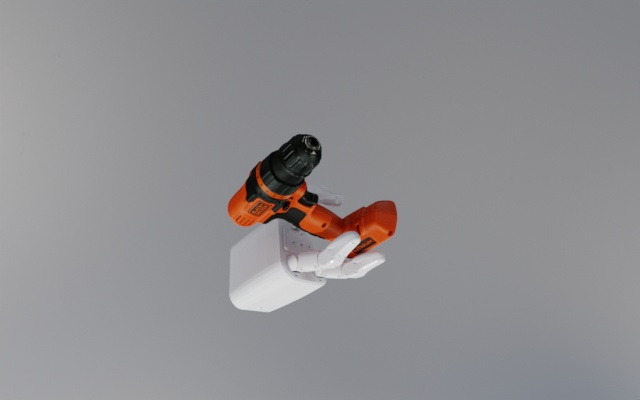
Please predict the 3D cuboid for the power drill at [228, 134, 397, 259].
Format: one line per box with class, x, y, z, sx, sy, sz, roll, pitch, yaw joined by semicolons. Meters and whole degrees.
power drill;0.000;0.002;0.587;0.188;0.057;0.184;24;-35;-24
